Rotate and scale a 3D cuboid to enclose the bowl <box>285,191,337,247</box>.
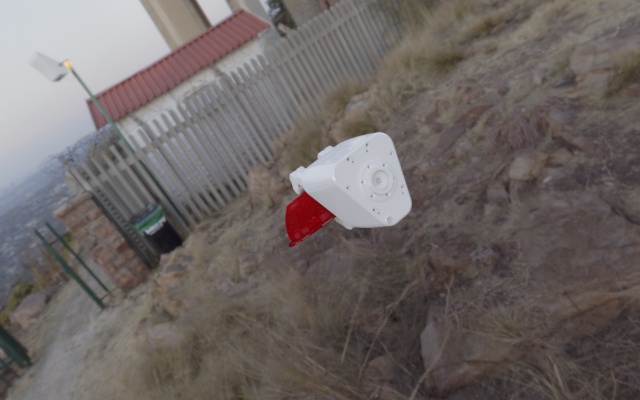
[{"bbox_3d":[-0.001,0.002,0.738,0.162,0.055,0.162,-38,1,1],"label":"bowl"}]
